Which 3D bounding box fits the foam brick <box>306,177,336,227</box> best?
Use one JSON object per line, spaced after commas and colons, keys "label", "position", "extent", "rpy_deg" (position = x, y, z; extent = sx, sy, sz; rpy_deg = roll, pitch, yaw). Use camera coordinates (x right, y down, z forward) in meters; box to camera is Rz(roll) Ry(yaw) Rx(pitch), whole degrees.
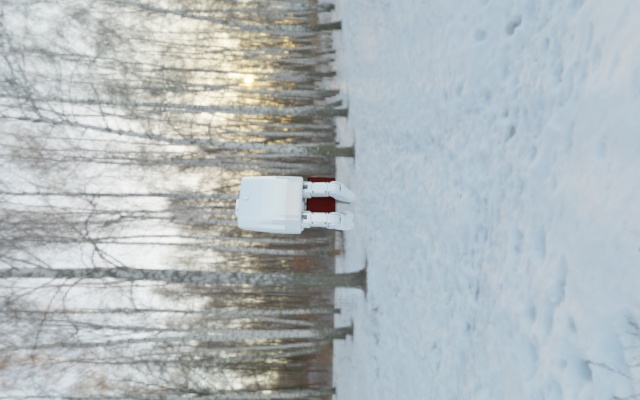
{"label": "foam brick", "position": [0.000, 0.003, 0.852], "extent": [0.051, 0.078, 0.053], "rpy_deg": [2, -23, -1]}
